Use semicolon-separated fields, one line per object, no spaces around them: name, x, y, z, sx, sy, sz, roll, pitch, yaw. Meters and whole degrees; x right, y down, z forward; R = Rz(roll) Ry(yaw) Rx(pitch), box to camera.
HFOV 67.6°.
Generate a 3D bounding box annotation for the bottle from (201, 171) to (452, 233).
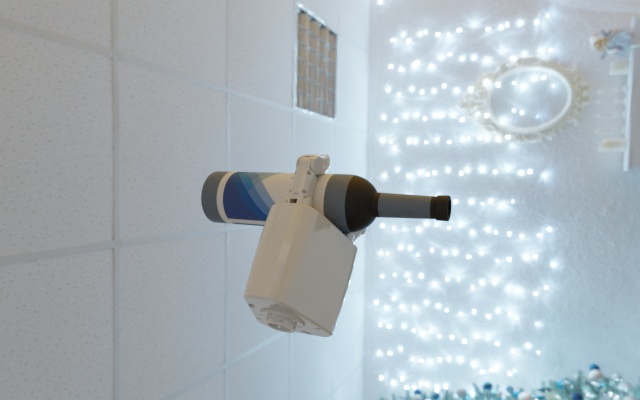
bottle;0.000;0.002;0.556;0.295;0.069;0.069;3;1;25
